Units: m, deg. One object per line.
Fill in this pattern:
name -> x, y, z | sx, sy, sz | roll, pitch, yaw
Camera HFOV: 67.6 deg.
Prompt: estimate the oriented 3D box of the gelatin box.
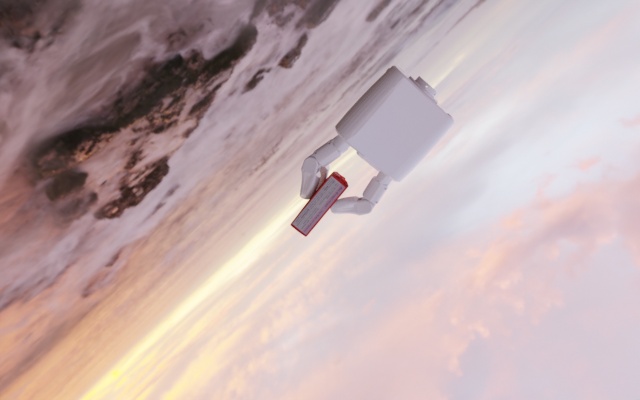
gelatin box -> 0.000, 0.003, 0.643 | 0.030, 0.089, 0.073 | 39, 7, -1
